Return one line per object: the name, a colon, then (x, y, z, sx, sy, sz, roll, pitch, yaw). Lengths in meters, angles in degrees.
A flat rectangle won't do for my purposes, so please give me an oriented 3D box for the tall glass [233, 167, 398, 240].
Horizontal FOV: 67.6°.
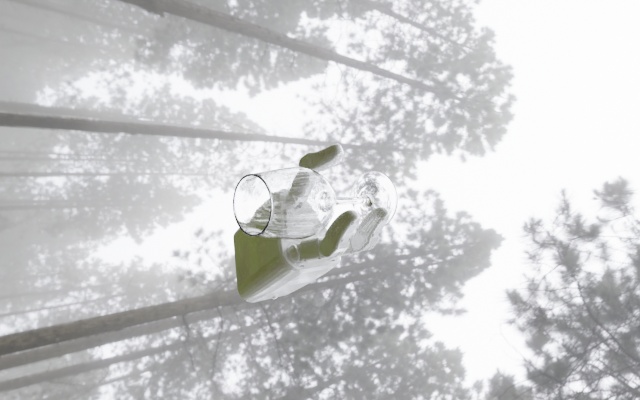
tall glass: (0.001, 0.002, 0.540, 0.079, 0.079, 0.201, 0, 1, 43)
